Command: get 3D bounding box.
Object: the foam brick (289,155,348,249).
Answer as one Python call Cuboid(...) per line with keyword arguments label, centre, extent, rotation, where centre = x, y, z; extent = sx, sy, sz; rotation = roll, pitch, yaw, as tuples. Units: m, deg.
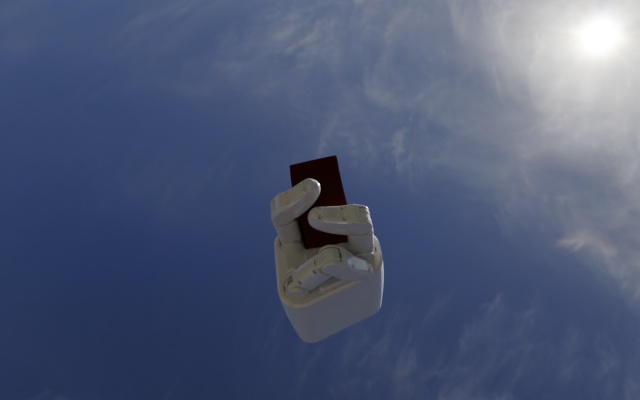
Cuboid(label="foam brick", centre=(0.000, 0.001, 0.499), extent=(0.053, 0.078, 0.051), rotation=(-10, -38, 1))
